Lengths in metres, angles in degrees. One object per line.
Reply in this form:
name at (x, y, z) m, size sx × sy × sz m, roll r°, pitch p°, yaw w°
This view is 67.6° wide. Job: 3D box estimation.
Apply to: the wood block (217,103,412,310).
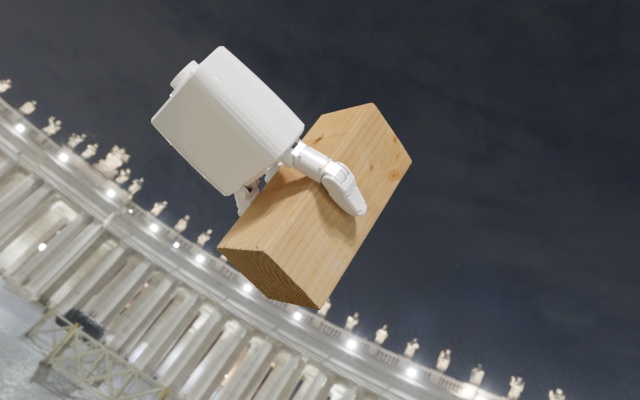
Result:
wood block at (0.000, 0.001, 0.509) m, size 0.091 × 0.206 × 0.090 m, roll -2°, pitch -45°, yaw 49°
